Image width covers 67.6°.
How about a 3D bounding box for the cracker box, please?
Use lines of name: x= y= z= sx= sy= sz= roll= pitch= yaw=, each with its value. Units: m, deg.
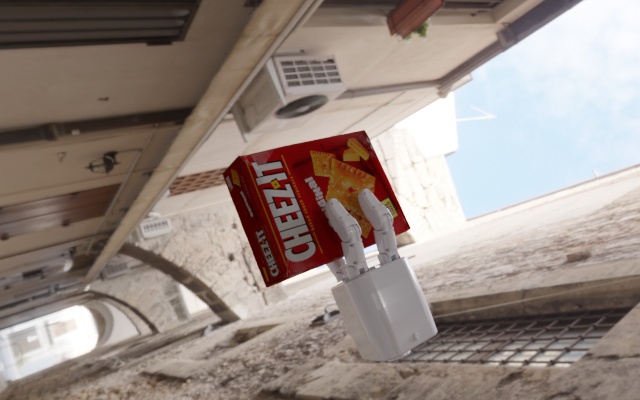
cracker box: x=0.000 y=0.002 z=0.650 sx=0.213 sy=0.164 sz=0.072 roll=-16 pitch=-11 yaw=-34
